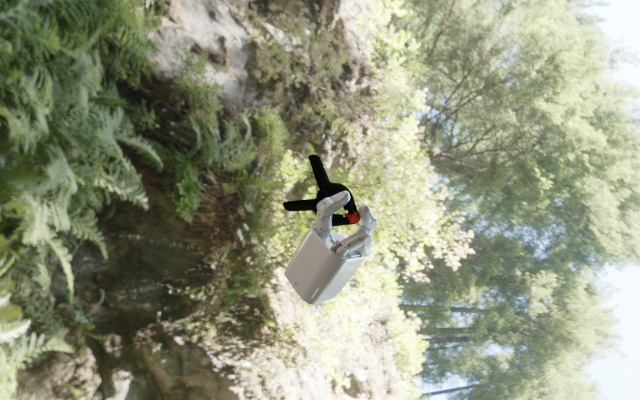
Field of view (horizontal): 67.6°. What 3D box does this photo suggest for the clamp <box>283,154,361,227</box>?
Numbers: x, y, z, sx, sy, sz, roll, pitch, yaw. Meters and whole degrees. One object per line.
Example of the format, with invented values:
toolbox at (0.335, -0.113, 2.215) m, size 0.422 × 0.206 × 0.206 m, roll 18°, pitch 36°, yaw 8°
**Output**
clamp at (0.001, 0.003, 0.877) m, size 0.039 × 0.120 × 0.171 m, roll 14°, pitch 24°, yaw -46°
